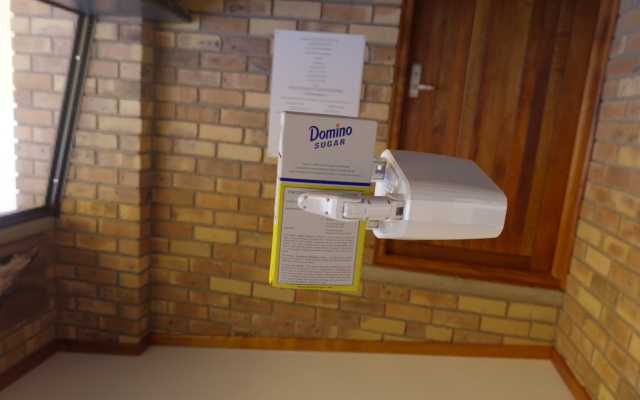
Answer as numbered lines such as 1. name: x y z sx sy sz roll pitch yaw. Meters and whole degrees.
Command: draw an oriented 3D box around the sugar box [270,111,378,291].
1. sugar box: 0.000 0.002 0.485 0.093 0.176 0.048 4 11 -10
